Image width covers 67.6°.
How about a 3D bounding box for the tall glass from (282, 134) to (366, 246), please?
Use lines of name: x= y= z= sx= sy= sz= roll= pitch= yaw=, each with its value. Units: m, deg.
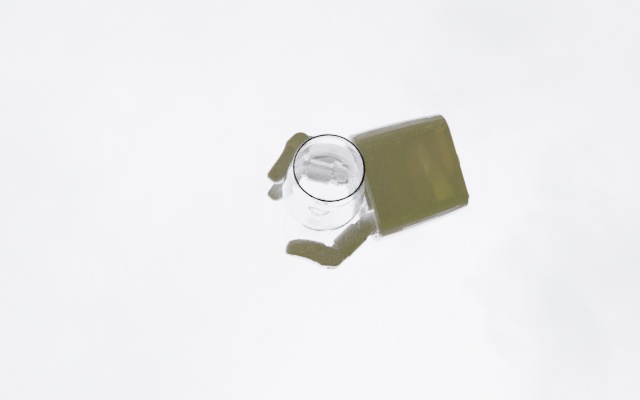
tall glass: x=0.000 y=0.002 z=0.492 sx=0.079 sy=0.079 sz=0.201 roll=0 pitch=-17 yaw=-4
